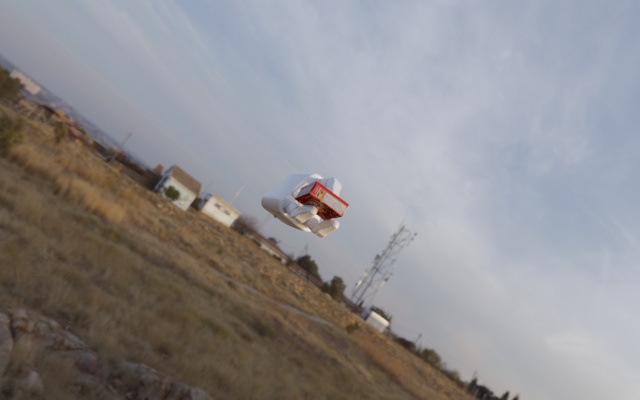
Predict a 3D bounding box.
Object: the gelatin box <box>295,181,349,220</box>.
[{"bbox_3d":[0.000,0.002,0.859,0.073,0.030,0.089,36,-18,-14],"label":"gelatin box"}]
